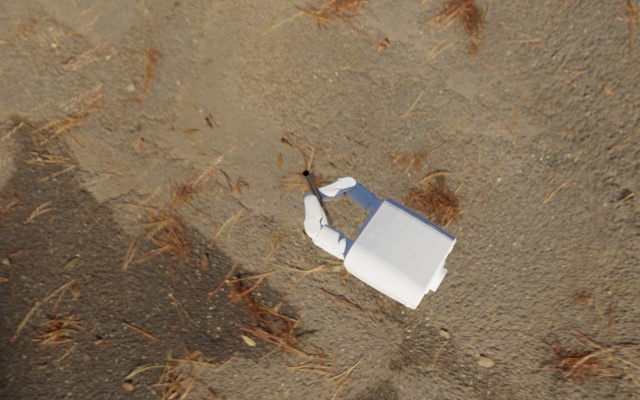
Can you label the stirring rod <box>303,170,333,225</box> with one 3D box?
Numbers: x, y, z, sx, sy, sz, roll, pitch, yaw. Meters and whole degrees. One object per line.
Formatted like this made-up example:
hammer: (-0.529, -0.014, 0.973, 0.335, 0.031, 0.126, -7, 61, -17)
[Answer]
stirring rod: (0.000, 0.002, 0.664, 0.011, 0.011, 0.240, 0, -16, 8)
